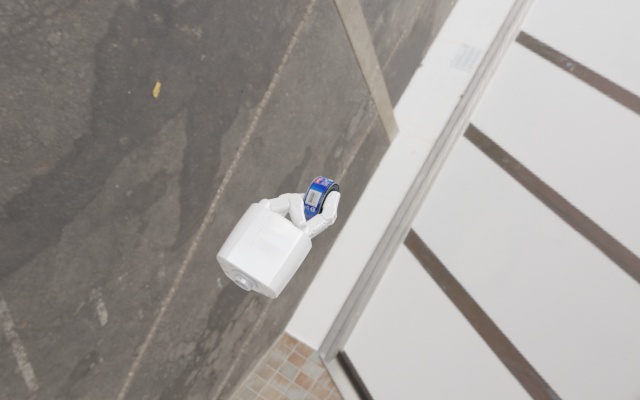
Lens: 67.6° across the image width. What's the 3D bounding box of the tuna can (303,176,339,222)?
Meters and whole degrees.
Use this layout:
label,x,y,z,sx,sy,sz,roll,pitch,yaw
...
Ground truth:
label,x,y,z,sx,sy,sz,roll,pitch,yaw
tuna can,0.001,0.003,0.830,0.033,0.086,0.086,21,7,19
